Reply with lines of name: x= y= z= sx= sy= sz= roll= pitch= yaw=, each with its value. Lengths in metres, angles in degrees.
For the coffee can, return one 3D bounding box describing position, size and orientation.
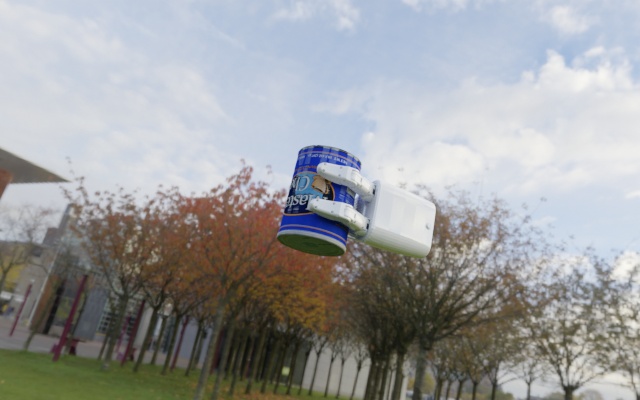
coffee can: x=0.000 y=0.002 z=0.719 sx=0.103 sy=0.140 sz=0.103 roll=11 pitch=-19 yaw=4
